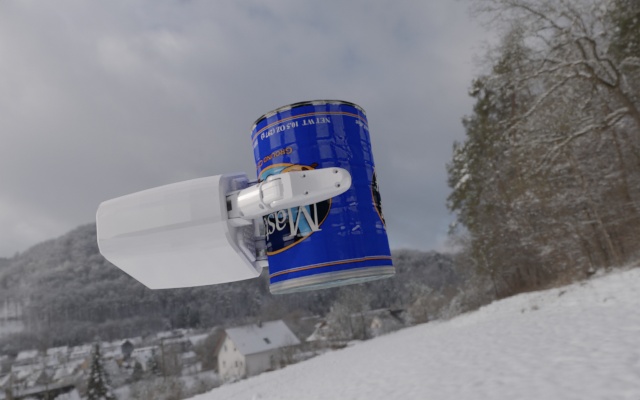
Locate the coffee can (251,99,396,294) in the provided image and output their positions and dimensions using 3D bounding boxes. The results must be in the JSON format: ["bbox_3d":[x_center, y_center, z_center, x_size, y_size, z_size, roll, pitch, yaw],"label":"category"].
[{"bbox_3d":[0.000,0.001,0.403,0.103,0.140,0.103,-8,-12,-2],"label":"coffee can"}]
